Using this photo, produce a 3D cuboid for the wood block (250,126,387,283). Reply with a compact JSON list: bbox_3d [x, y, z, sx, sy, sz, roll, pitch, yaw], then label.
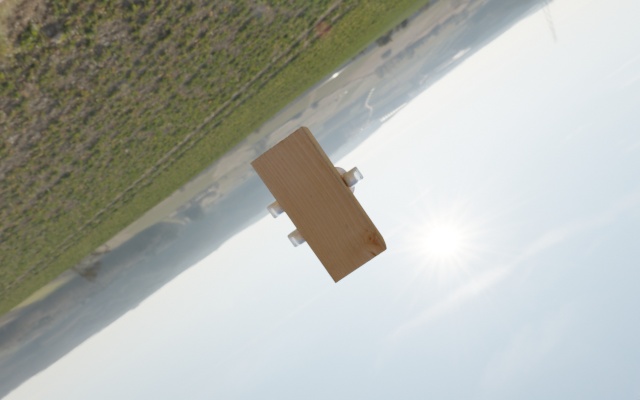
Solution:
[{"bbox_3d":[0.000,0.002,0.698,0.091,0.206,0.090,-35,4,7],"label":"wood block"}]
